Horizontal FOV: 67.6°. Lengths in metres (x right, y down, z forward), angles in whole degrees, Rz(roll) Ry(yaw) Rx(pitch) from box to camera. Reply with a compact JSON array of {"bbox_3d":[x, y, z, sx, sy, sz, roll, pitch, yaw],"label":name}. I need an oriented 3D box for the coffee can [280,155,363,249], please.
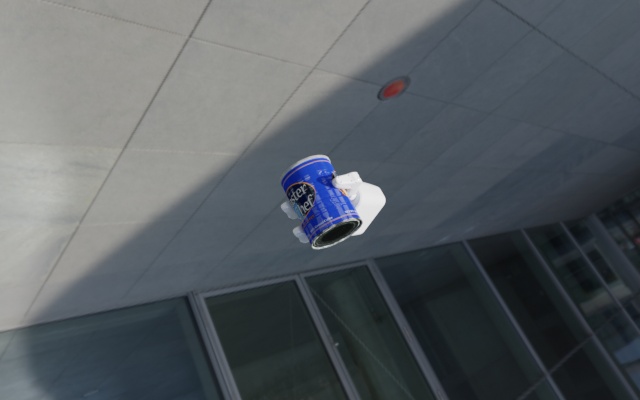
[{"bbox_3d":[0.000,0.003,0.870,0.103,0.140,0.103,-24,-21,-10],"label":"coffee can"}]
